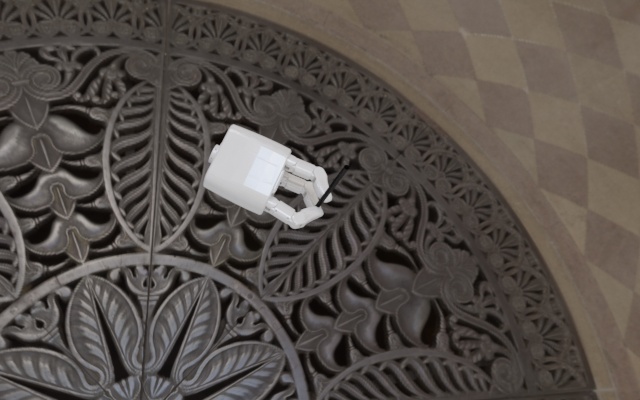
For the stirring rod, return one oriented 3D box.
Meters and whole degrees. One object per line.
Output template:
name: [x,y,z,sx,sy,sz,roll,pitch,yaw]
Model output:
stirring rod: [0.000,0.003,0.778,0.011,0.011,0.240,0,-24,-20]
